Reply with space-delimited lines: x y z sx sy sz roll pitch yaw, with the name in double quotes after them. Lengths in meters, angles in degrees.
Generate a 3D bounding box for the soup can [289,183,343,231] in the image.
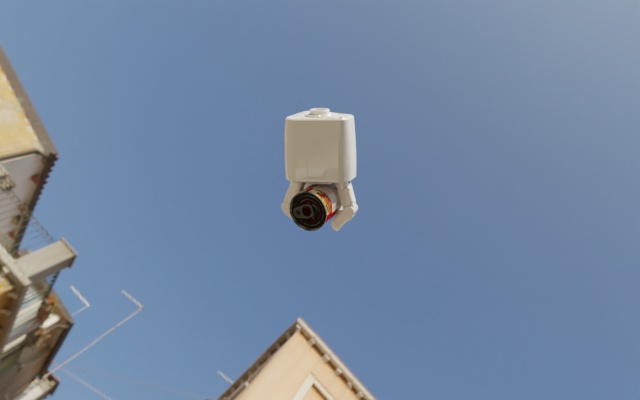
0.000 0.003 0.820 0.068 0.068 0.102 0 18 26 "soup can"
